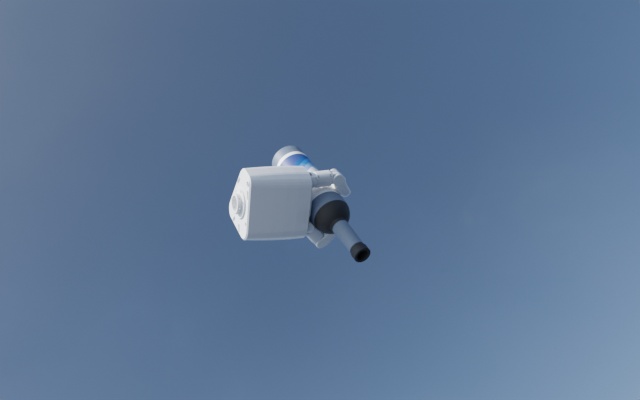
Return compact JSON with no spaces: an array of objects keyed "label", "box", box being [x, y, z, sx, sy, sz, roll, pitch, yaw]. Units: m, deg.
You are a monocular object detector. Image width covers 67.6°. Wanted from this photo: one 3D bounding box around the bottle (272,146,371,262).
[{"label":"bottle","box":[0.000,0.003,0.818,0.069,0.069,0.295,0,33,-31]}]
